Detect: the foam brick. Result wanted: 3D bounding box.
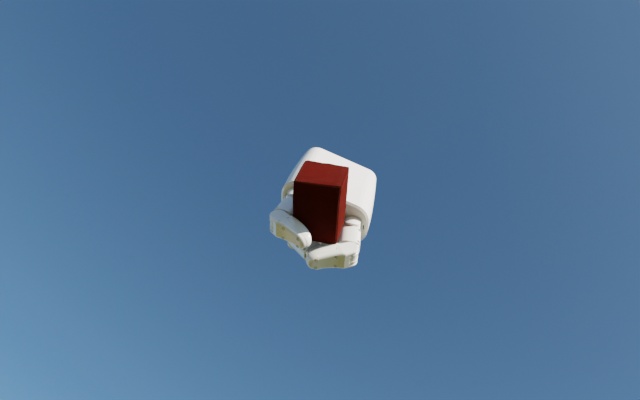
[{"bbox_3d":[0.000,0.002,0.538,0.053,0.078,0.051,10,34,10],"label":"foam brick"}]
